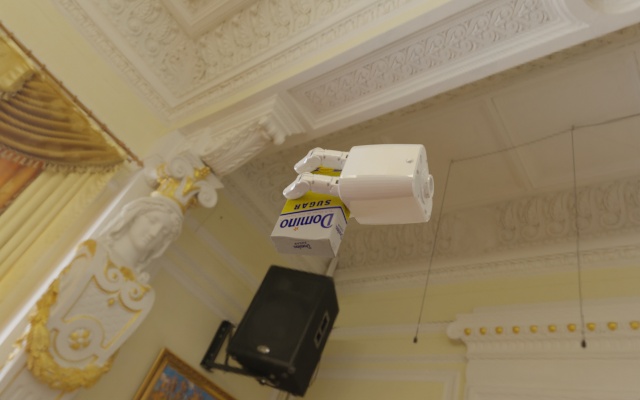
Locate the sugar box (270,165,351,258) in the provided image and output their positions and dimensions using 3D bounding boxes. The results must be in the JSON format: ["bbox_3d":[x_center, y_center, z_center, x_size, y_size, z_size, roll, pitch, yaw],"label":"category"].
[{"bbox_3d":[0.000,0.002,0.721,0.093,0.048,0.176,1,45,23],"label":"sugar box"}]
